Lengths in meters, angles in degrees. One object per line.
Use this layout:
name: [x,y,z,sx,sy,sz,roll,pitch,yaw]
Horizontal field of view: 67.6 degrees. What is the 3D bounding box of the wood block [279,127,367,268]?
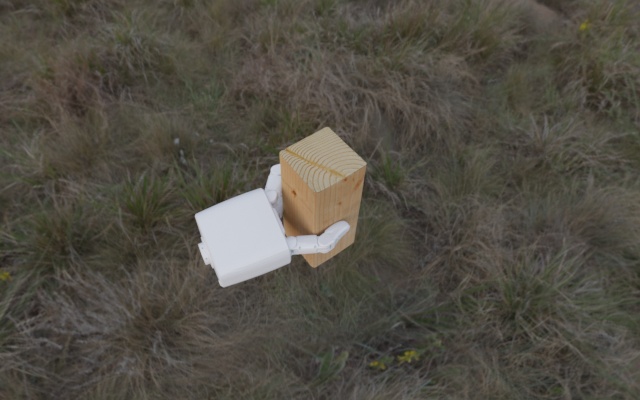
wood block: [0.000,0.003,0.738,0.090,0.090,0.206,-31,-29,-22]
